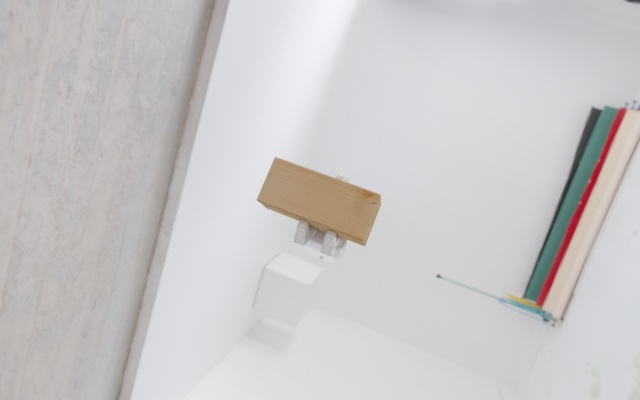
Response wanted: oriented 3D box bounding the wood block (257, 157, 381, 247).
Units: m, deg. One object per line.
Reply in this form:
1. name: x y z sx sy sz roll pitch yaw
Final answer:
1. wood block: 0.000 0.003 0.887 0.206 0.091 0.090 20 -9 12
